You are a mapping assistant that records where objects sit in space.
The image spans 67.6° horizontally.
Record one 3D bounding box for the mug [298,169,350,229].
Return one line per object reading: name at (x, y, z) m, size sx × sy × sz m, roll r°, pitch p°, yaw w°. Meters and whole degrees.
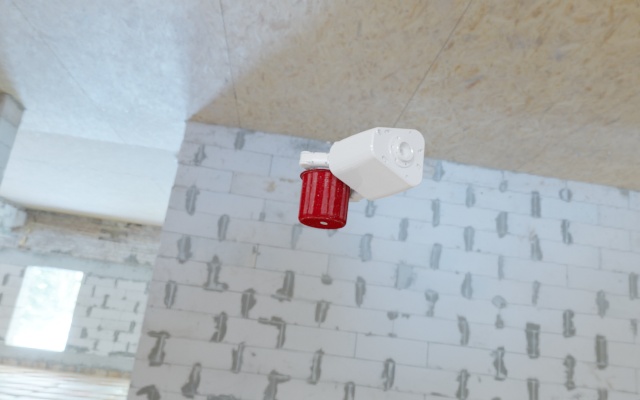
mug at (-0.001, 0.003, 0.810) m, size 0.093 × 0.081 × 0.117 m, roll 16°, pitch -19°, yaw -30°
